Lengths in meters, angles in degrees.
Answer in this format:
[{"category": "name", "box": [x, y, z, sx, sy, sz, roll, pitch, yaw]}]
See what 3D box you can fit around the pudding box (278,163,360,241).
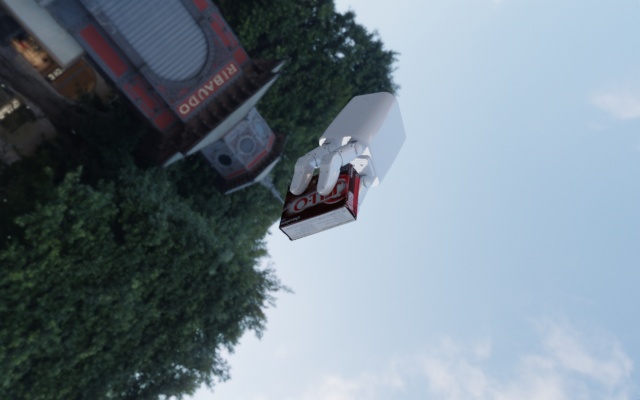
[{"category": "pudding box", "box": [0.000, 0.002, 0.689, 0.113, 0.090, 0.039, -22, -53, 27]}]
